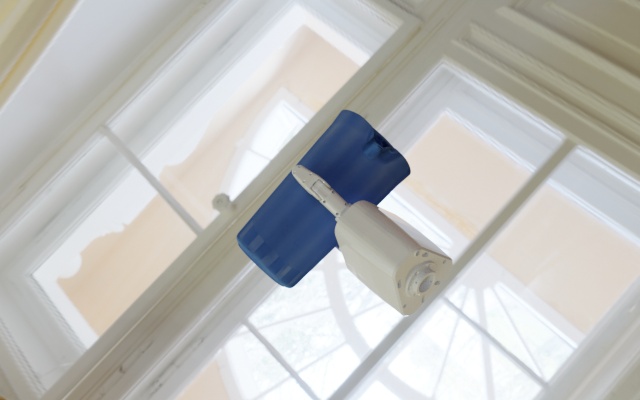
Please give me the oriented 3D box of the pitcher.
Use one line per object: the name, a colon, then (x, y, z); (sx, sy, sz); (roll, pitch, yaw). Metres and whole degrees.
pitcher: (0.000, 0.002, 0.681); (0.145, 0.243, 0.149); (39, -6, 41)
